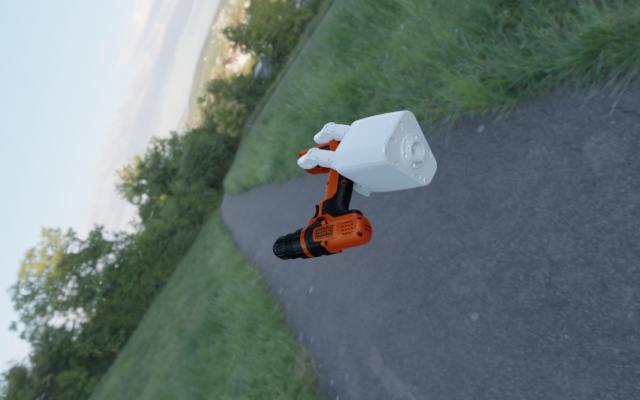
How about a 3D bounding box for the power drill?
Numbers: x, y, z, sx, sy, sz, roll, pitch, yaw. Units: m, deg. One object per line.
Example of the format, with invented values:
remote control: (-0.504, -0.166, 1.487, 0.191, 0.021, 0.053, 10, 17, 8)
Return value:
power drill: (0.000, 0.002, 0.792, 0.184, 0.187, 0.057, -15, -28, 31)
